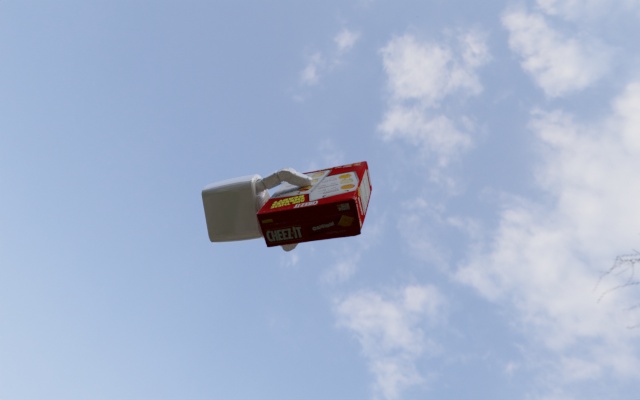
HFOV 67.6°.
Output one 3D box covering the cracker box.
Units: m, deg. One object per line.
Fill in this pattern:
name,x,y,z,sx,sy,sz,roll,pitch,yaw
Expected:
cracker box,0.000,0.003,0.851,0.164,0.072,0.213,-10,18,15
